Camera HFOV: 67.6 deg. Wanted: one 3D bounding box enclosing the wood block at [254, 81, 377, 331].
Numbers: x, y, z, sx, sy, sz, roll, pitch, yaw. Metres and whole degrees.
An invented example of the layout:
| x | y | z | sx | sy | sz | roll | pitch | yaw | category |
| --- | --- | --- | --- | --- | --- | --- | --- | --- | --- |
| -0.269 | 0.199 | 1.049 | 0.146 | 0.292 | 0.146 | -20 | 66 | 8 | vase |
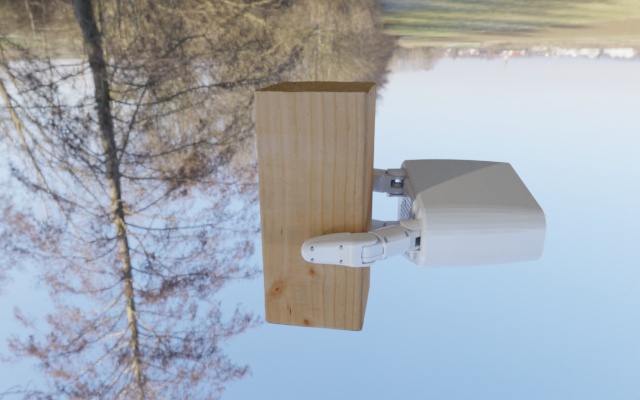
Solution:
| x | y | z | sx | sy | sz | roll | pitch | yaw | category |
| --- | --- | --- | --- | --- | --- | --- | --- | --- | --- |
| 0.000 | 0.002 | 0.430 | 0.090 | 0.206 | 0.090 | 3 | 19 | 10 | wood block |
